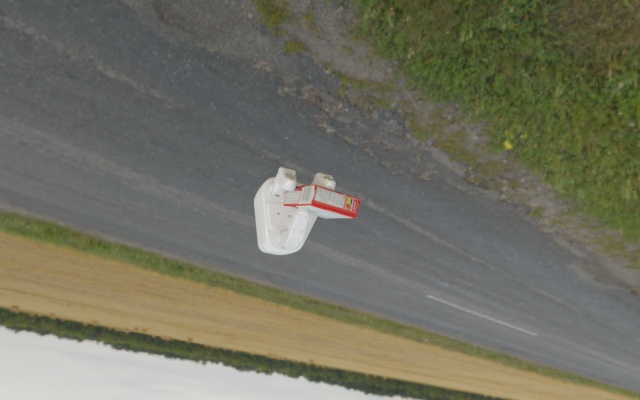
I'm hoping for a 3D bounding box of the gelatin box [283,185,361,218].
[{"bbox_3d":[0.000,0.003,0.659,0.073,0.030,0.089,17,-10,-27],"label":"gelatin box"}]
